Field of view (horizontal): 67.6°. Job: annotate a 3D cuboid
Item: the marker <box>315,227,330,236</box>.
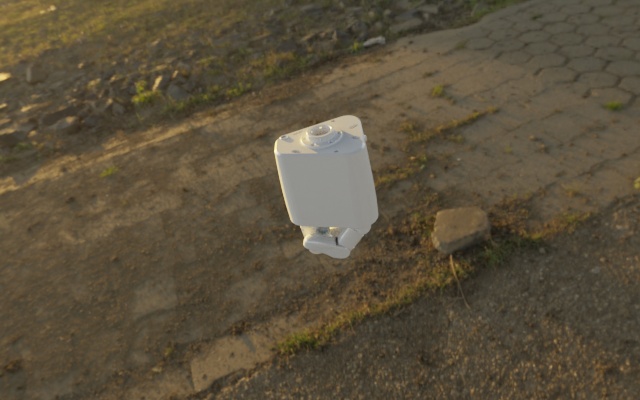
[{"bbox_3d":[0.000,0.002,0.645,0.020,0.020,0.121,0,37,-3],"label":"marker"}]
